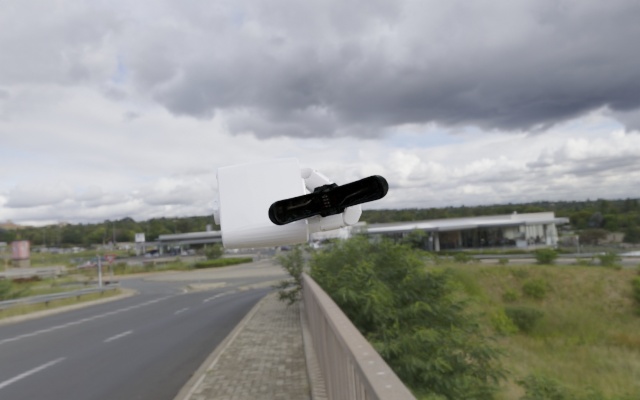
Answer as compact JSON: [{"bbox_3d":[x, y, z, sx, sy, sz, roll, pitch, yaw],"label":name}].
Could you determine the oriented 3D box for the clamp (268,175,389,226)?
[{"bbox_3d":[0.000,0.001,0.532,0.120,0.039,0.171,-9,-3,-7],"label":"clamp"}]
